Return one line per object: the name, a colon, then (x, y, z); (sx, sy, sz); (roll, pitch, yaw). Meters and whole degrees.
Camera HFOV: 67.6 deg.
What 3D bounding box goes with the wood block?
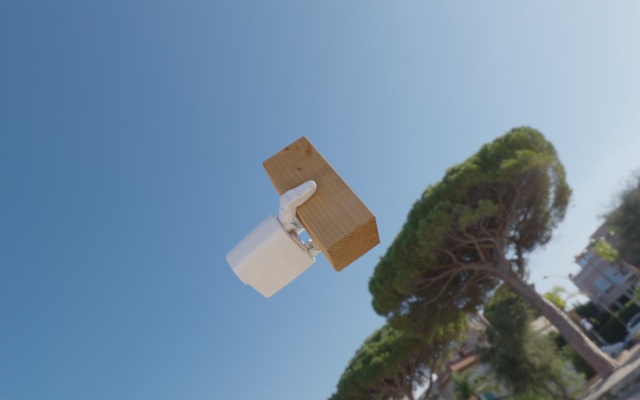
wood block: (0.000, 0.003, 0.789); (0.090, 0.206, 0.091); (-34, -33, -8)
